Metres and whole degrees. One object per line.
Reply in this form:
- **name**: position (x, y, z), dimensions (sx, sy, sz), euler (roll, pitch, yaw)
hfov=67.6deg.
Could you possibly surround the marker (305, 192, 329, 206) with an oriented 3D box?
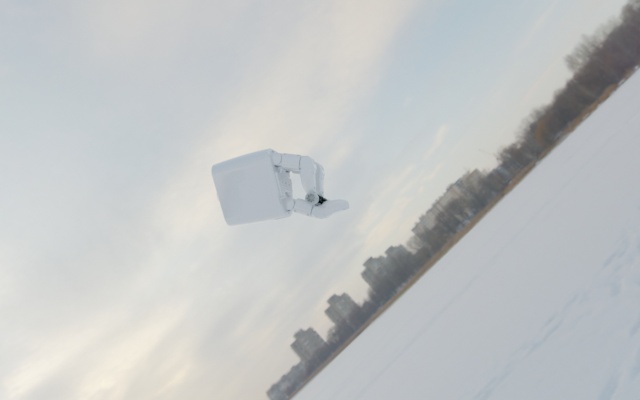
- **marker**: position (0.000, 0.002, 0.778), dimensions (0.020, 0.020, 0.121), euler (0, -6, 14)
